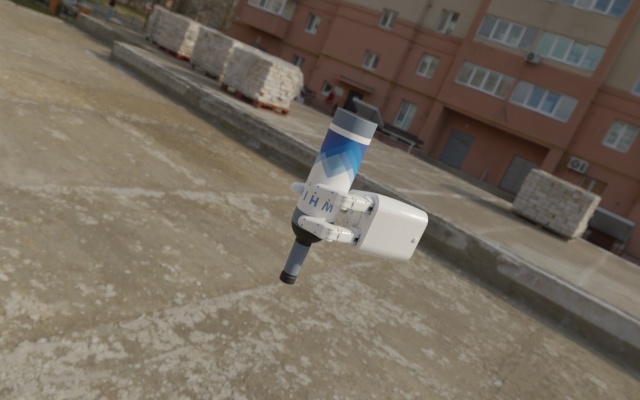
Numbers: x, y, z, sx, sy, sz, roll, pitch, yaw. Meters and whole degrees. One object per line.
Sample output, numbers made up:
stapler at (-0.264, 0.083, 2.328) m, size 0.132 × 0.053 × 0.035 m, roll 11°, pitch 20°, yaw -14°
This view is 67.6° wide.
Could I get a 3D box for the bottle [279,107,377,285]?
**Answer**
bottle at (0.000, 0.002, 0.760) m, size 0.069 × 0.296 × 0.069 m, roll 22°, pitch 14°, yaw -6°
